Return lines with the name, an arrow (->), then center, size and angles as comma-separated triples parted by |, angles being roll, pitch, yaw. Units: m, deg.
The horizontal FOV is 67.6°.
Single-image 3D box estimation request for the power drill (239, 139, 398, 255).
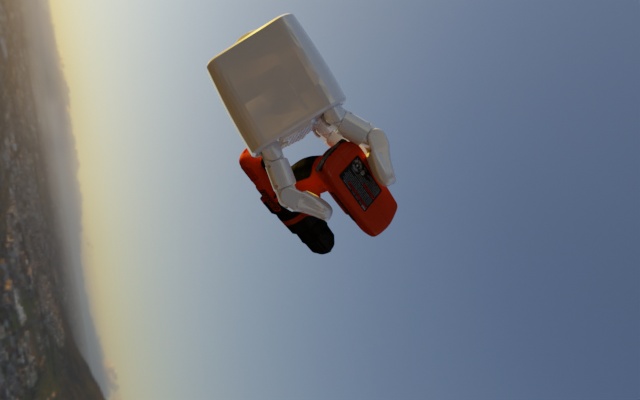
power drill -> 0.000, 0.002, 0.578 | 0.187, 0.184, 0.057 | -3, 42, 52
